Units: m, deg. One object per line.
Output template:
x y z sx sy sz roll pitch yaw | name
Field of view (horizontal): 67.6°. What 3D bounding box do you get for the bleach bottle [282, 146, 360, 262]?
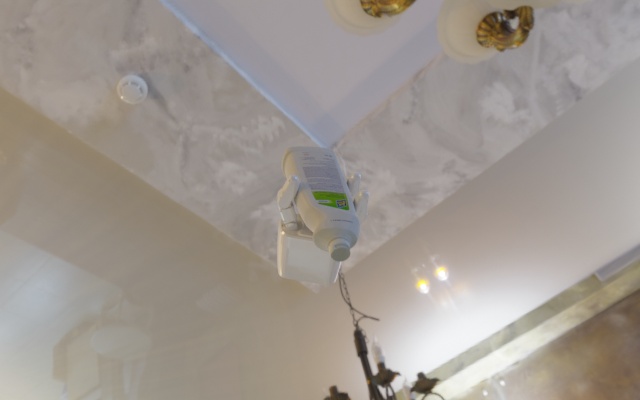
0.000 0.002 0.775 0.102 0.068 0.250 0 37 -12 | bleach bottle
